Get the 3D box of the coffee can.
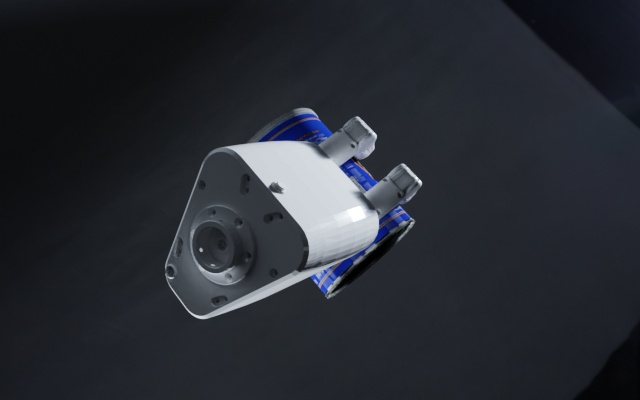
[{"bbox_3d":[0.000,0.001,0.434,0.103,0.140,0.103,-38,-14,-12],"label":"coffee can"}]
